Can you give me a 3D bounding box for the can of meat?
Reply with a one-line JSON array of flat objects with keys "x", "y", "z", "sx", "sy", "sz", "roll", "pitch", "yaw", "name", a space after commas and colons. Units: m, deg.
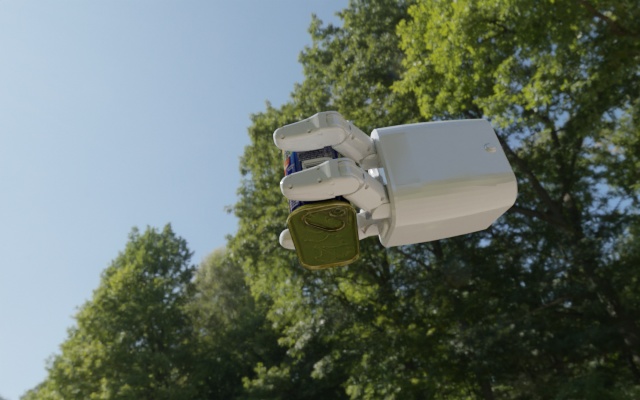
[{"x": 0.000, "y": 0.001, "z": 0.436, "sx": 0.057, "sy": 0.084, "sz": 0.102, "roll": -10, "pitch": -36, "yaw": 2, "name": "can of meat"}]
